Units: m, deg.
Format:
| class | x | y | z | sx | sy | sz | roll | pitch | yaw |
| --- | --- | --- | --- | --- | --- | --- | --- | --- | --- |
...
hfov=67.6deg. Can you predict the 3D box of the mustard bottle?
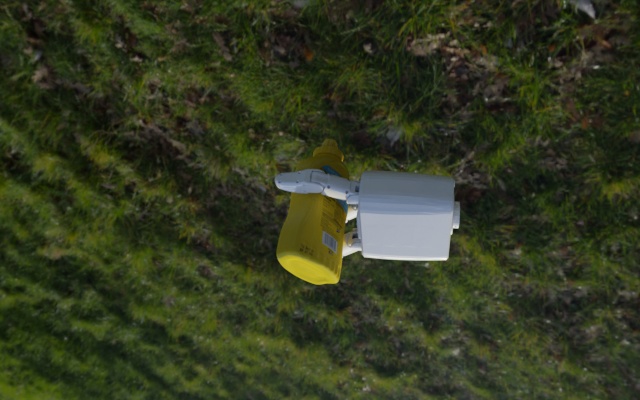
| class | x | y | z | sx | sy | sz | roll | pitch | yaw |
| --- | --- | --- | --- | --- | --- | --- | --- | --- | --- |
| mustard bottle | 0.000 | 0.002 | 0.608 | 0.058 | 0.191 | 0.096 | -11 | -35 | 34 |
